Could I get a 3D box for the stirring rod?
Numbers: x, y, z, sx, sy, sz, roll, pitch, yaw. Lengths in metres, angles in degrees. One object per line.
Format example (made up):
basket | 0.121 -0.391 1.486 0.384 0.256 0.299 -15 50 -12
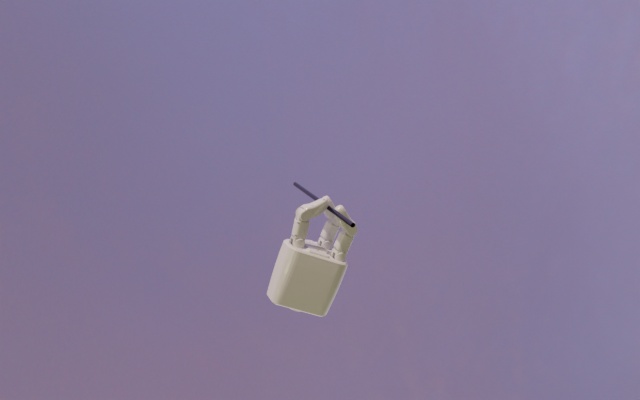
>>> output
stirring rod | 0.000 0.003 0.842 0.011 0.011 0.239 0 17 -26
